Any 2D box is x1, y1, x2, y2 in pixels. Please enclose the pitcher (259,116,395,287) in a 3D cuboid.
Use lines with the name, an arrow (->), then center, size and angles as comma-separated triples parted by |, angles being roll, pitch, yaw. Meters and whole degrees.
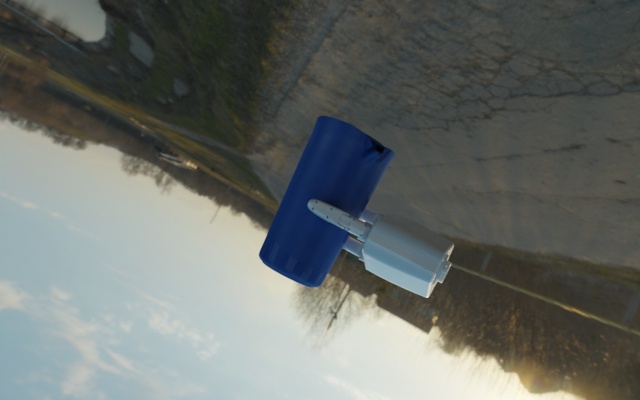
pitcher -> 0.000, 0.003, 0.743 | 0.145, 0.243, 0.149 | 26, -3, 17
